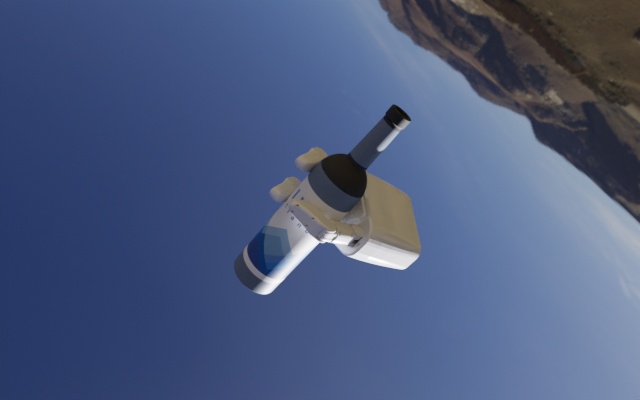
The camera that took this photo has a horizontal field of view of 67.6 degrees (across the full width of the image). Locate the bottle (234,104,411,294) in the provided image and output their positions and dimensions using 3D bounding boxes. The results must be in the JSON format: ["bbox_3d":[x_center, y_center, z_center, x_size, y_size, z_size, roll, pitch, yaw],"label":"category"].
[{"bbox_3d":[0.000,0.002,0.585,0.296,0.069,0.069,-48,-25,25],"label":"bottle"}]
